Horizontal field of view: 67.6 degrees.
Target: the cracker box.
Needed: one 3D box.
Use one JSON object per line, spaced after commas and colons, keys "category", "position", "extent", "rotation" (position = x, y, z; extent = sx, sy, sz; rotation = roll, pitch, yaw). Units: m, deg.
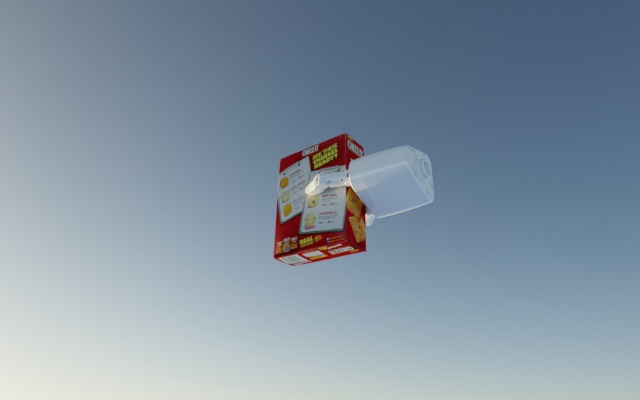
{"category": "cracker box", "position": [0.000, 0.003, 0.887], "extent": [0.164, 0.213, 0.072], "rotation": [-17, -32, 33]}
